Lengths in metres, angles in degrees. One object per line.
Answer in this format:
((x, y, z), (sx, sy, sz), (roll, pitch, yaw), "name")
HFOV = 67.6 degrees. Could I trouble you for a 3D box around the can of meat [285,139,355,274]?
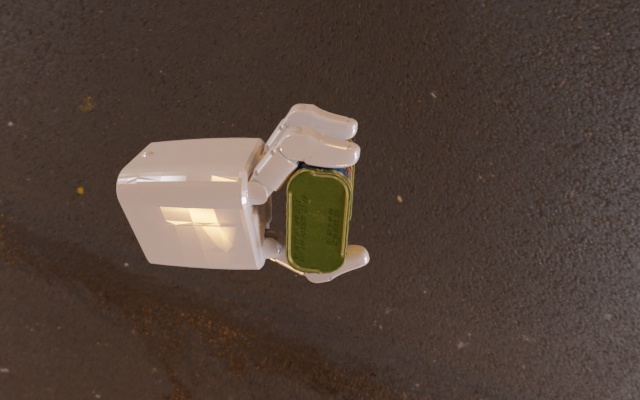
((0.000, 0.002, 0.418), (0.057, 0.102, 0.084), (4, 28, 3), "can of meat")
